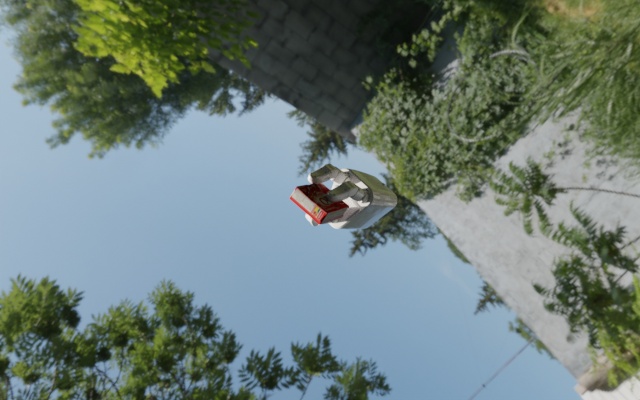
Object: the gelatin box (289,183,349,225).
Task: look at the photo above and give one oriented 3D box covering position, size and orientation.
[{"bbox_3d":[0.000,0.003,0.831,0.073,0.030,0.089,41,24,18],"label":"gelatin box"}]
